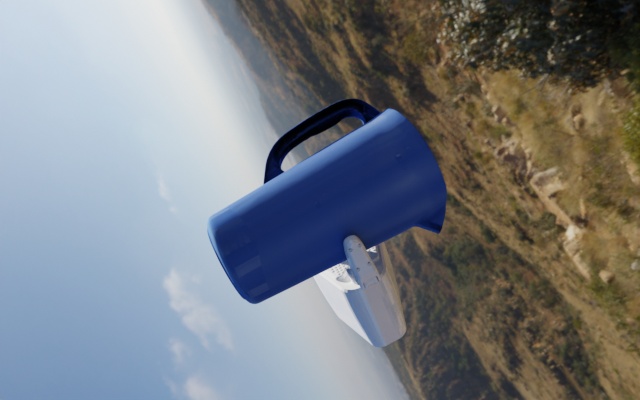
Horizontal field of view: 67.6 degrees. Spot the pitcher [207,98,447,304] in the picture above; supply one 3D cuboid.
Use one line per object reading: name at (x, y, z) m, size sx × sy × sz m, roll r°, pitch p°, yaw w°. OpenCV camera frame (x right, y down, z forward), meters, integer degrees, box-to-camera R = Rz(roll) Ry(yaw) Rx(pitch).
pitcher at (0.000, 0.002, 0.530) m, size 0.243 × 0.145 × 0.149 m, roll -28°, pitch 30°, yaw -6°
